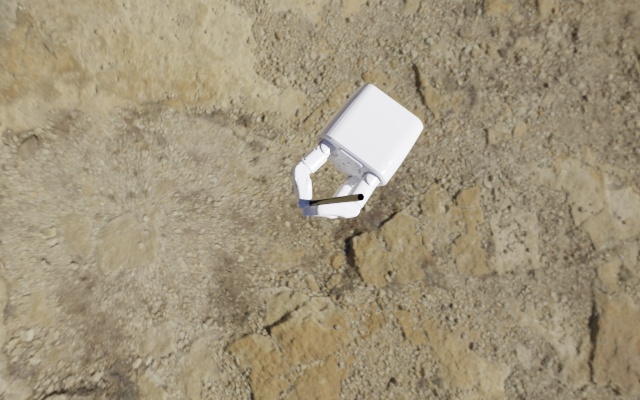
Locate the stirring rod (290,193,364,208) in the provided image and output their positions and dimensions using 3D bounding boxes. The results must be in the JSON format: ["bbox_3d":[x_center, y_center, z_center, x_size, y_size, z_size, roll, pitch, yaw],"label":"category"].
[{"bbox_3d":[0.000,0.002,0.610,0.011,0.011,0.239,0,-3,-21],"label":"stirring rod"}]
